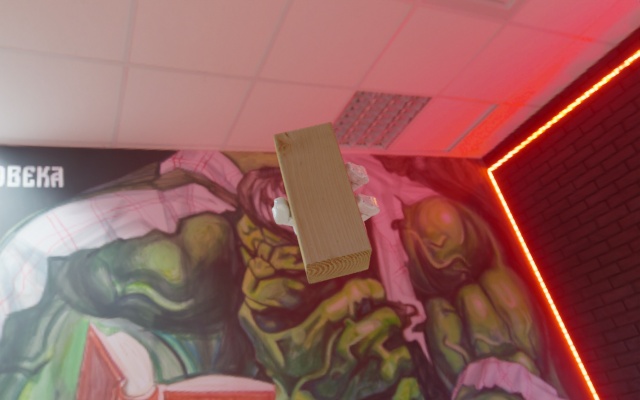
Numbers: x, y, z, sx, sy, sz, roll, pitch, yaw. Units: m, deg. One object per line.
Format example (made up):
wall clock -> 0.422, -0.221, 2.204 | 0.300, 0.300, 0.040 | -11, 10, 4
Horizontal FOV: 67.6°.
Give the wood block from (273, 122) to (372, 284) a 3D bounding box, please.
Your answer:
wood block -> 0.000, 0.002, 0.695 | 0.091, 0.206, 0.090 | -14, -25, -5
